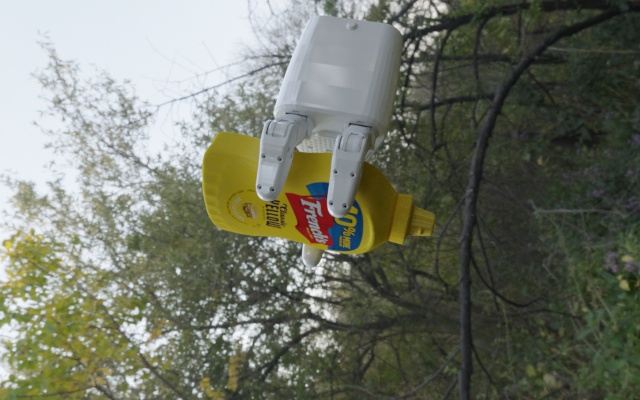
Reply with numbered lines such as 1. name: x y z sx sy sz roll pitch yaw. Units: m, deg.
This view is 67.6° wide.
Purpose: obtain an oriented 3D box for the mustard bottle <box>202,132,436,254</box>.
1. mustard bottle: 0.000 0.002 0.406 0.191 0.096 0.058 11 44 9
